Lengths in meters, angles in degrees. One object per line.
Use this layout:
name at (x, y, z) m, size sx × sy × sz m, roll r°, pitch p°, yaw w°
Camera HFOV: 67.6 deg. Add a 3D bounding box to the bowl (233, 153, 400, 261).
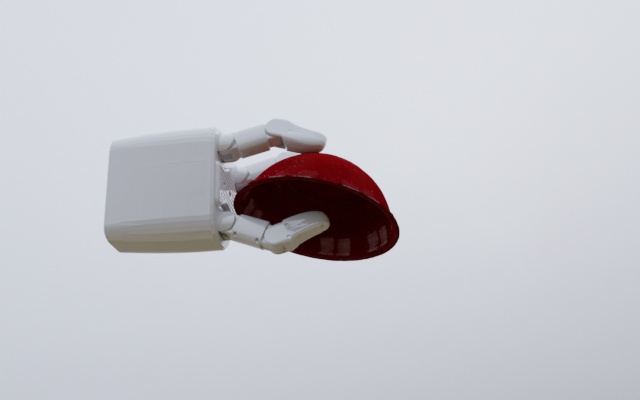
bowl at (0.001, 0.001, 0.471) m, size 0.162 × 0.055 × 0.162 m, roll 10°, pitch -30°, yaw 6°
